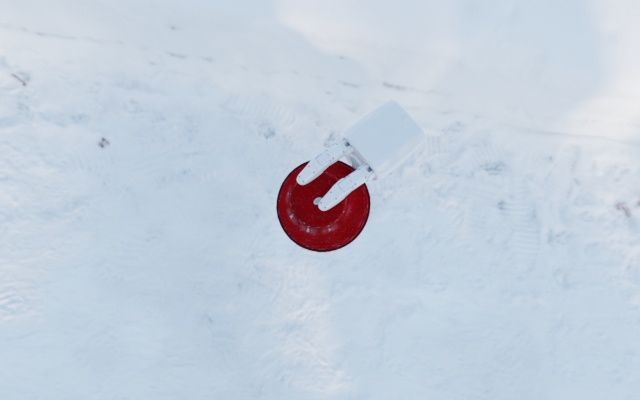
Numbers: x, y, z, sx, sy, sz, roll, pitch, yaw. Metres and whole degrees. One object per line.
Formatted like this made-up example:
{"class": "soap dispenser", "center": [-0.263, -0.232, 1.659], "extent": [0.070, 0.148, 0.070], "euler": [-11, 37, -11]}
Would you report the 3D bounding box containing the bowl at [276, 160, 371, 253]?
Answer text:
{"class": "bowl", "center": [-0.001, 0.004, 0.781], "extent": [0.162, 0.162, 0.055], "euler": [0, -9, 9]}
